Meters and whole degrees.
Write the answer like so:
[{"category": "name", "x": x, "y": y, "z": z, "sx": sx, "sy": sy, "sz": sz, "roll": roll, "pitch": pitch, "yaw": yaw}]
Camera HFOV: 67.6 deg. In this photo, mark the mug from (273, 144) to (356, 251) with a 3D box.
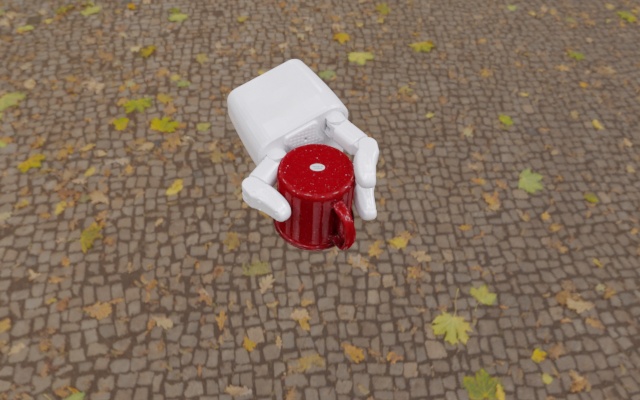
[{"category": "mug", "x": 0.001, "y": 0.003, "z": 0.508, "sx": 0.093, "sy": 0.117, "sz": 0.082, "roll": -21, "pitch": -36, "yaw": -20}]
